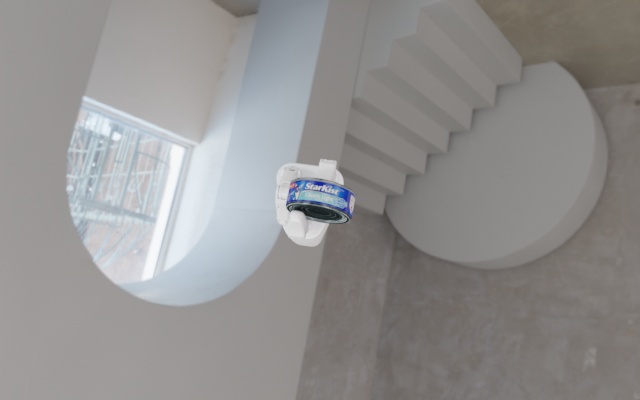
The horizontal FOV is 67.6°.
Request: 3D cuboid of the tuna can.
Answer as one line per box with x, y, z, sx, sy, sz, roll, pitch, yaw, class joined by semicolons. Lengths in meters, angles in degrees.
0.000;0.002;0.602;0.086;0.033;0.086;11;-16;3;tuna can
